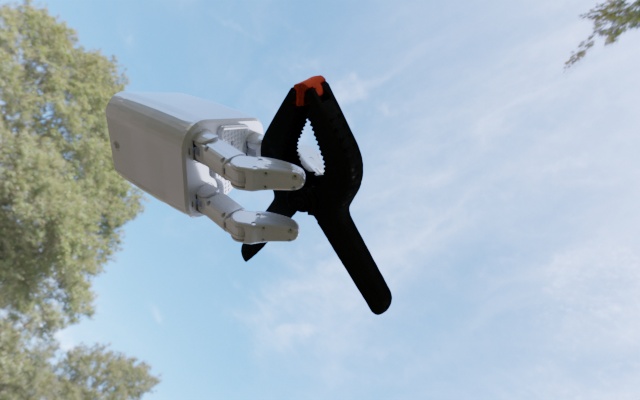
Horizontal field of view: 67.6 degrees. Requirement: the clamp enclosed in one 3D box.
[{"bbox_3d":[0.000,0.000,0.415,0.164,0.210,0.036,22,37,21],"label":"clamp"}]
